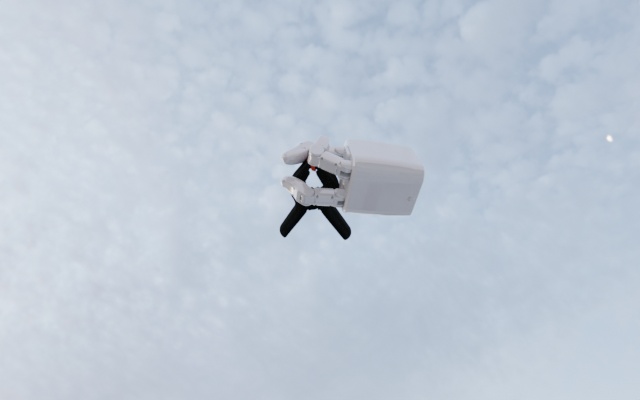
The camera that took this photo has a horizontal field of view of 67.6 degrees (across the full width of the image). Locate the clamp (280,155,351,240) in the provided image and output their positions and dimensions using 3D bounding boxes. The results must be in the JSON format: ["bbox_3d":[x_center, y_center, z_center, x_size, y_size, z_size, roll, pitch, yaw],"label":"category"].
[{"bbox_3d":[0.000,0.002,0.766,0.120,0.172,0.039,5,42,-7],"label":"clamp"}]
